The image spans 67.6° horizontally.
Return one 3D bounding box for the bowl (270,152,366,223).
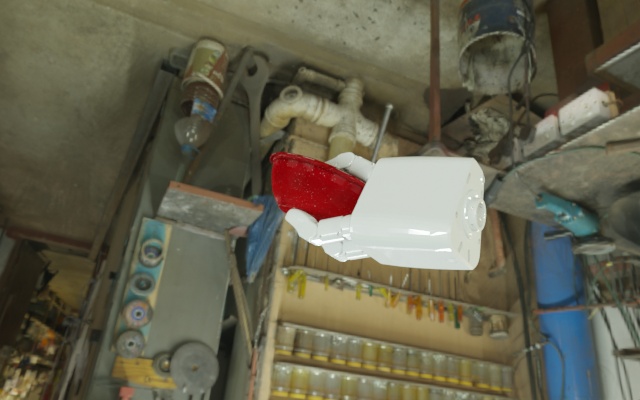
[{"bbox_3d":[-0.001,0.002,0.597,0.162,0.055,0.162,23,-11,5],"label":"bowl"}]
